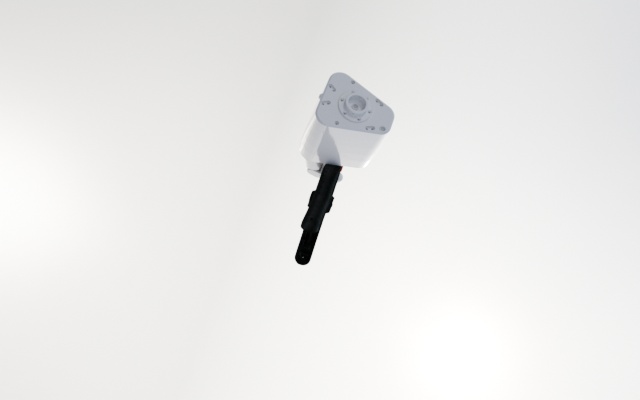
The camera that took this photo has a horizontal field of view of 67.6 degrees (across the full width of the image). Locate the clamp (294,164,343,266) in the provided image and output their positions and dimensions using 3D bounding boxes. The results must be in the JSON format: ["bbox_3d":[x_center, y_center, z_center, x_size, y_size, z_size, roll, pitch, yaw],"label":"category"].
[{"bbox_3d":[0.001,0.002,0.699,0.039,0.171,0.120,18,-23,-3],"label":"clamp"}]
